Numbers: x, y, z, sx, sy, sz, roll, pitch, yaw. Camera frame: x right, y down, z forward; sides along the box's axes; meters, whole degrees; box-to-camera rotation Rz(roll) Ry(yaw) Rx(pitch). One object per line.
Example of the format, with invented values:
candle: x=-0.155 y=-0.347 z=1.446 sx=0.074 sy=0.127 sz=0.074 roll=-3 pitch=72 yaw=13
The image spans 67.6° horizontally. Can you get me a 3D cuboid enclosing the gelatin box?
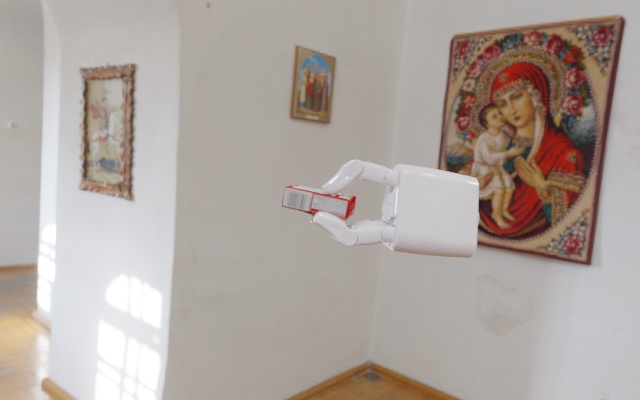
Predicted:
gelatin box: x=0.000 y=0.002 z=0.639 sx=0.089 sy=0.030 sz=0.073 roll=12 pitch=6 yaw=8
